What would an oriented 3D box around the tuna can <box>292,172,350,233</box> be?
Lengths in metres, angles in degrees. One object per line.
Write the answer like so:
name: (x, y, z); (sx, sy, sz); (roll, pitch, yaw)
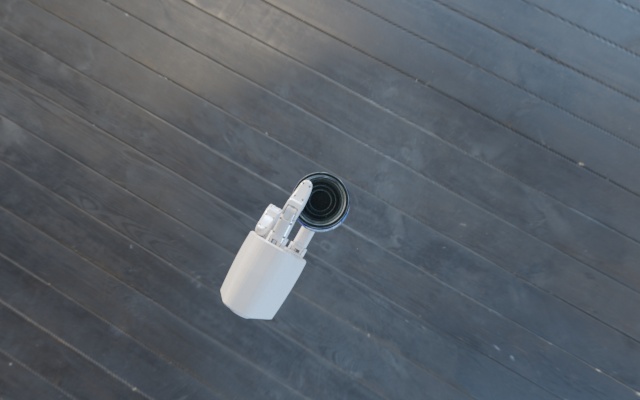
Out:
tuna can: (0.000, 0.002, 0.694); (0.086, 0.086, 0.034); (0, -10, 2)
